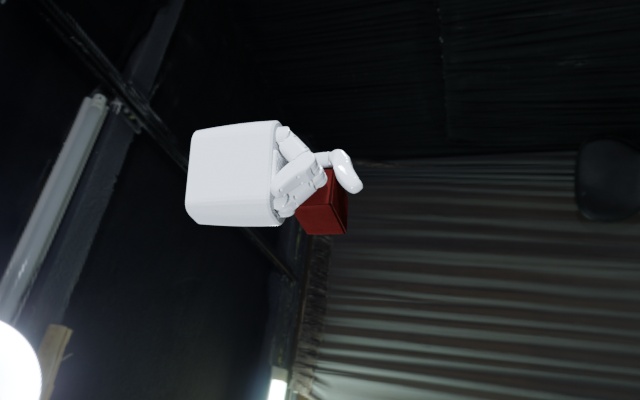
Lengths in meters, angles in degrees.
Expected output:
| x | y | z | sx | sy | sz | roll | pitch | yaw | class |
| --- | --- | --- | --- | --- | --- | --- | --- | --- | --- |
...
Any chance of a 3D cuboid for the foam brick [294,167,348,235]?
| x | y | z | sx | sy | sz | roll | pitch | yaw | class |
| --- | --- | --- | --- | --- | --- | --- | --- | --- | --- |
| 0.000 | 0.002 | 0.582 | 0.051 | 0.053 | 0.078 | -4 | -31 | 16 | foam brick |
